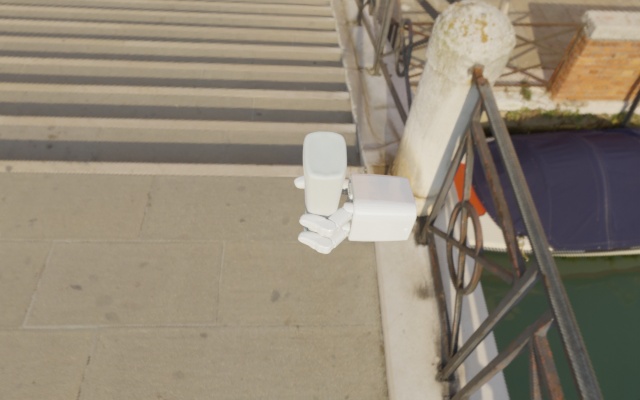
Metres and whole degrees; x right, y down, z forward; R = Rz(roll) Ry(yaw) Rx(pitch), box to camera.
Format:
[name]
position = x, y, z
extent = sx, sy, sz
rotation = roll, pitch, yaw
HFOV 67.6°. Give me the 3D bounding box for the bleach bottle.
[bleach bottle]
position = 0.000, 0.003, 0.830
extent = 0.068, 0.102, 0.251
rotation = 1, -36, -3
